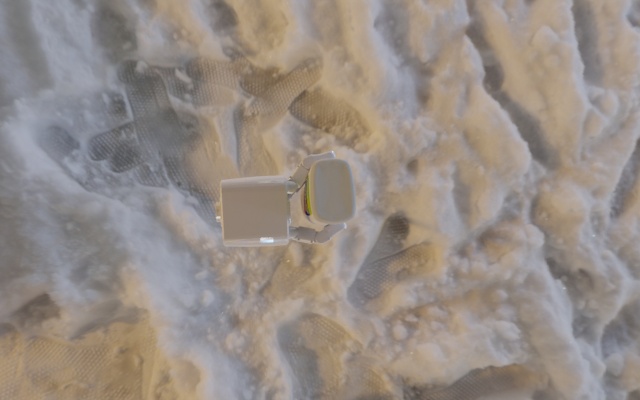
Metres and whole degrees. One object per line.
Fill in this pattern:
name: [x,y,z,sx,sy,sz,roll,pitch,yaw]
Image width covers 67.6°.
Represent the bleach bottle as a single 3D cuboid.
bleach bottle: [0.000,0.003,0.821,0.068,0.102,0.251,-2,-9,-9]
